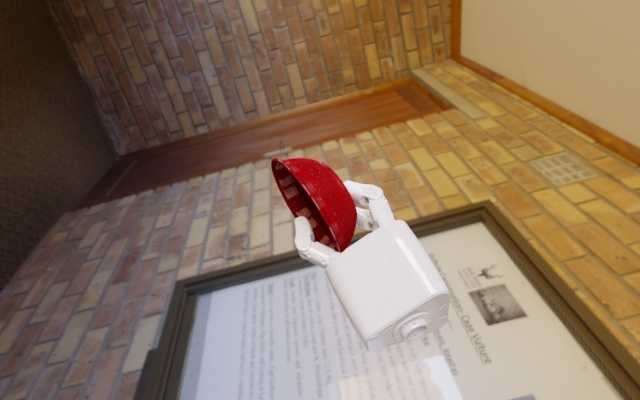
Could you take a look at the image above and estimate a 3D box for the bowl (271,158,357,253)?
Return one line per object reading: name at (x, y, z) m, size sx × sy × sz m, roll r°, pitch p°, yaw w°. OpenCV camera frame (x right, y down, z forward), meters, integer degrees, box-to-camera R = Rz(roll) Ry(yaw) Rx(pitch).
bowl at (0.000, 0.001, 0.632) m, size 0.055 × 0.162 × 0.162 m, roll -33°, pitch 9°, yaw -14°
